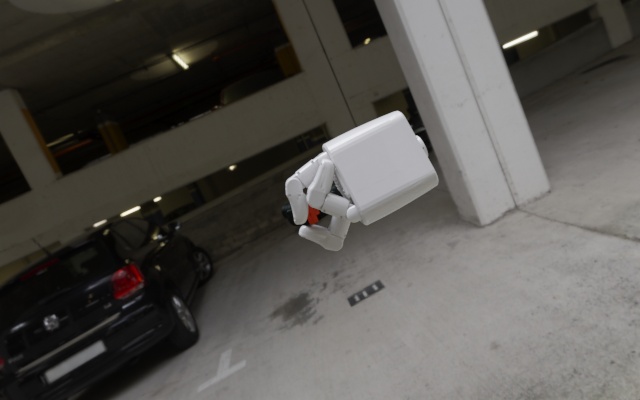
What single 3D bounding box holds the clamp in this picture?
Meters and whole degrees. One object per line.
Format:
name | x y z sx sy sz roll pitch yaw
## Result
clamp | 0.000 0.002 0.699 0.120 0.039 0.171 -30 9 -3
